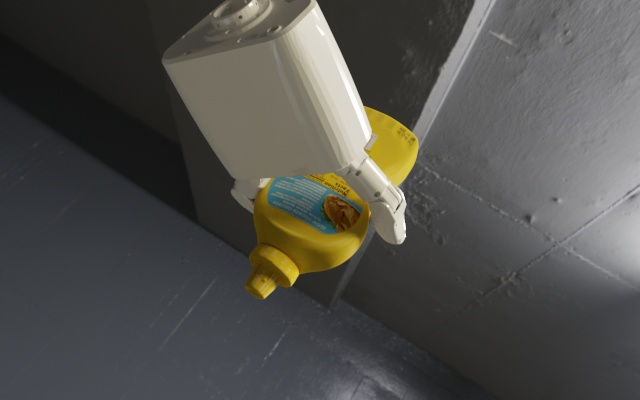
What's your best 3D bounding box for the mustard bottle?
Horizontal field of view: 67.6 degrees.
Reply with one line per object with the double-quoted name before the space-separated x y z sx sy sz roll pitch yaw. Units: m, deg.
"mustard bottle" 0.000 0.001 0.405 0.096 0.191 0.058 27 -29 18
